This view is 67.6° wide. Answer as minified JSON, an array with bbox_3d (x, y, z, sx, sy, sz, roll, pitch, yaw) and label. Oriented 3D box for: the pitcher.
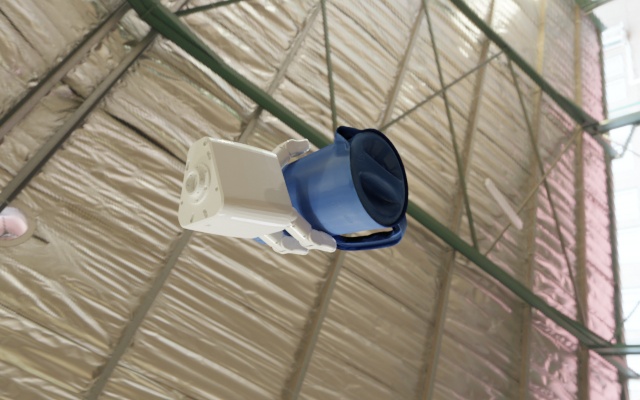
[{"bbox_3d":[0.000,0.002,0.695,0.243,0.149,0.145,-16,-17,40],"label":"pitcher"}]
